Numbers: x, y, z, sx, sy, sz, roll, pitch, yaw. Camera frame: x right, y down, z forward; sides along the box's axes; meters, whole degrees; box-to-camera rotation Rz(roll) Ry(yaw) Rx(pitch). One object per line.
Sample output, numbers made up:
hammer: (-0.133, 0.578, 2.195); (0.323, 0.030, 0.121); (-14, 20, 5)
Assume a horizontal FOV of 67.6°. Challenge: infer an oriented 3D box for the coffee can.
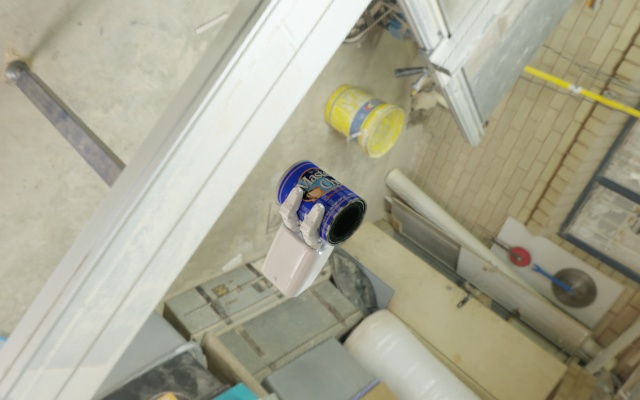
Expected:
coffee can: (0.000, 0.003, 0.880); (0.140, 0.103, 0.103); (37, 21, 30)
